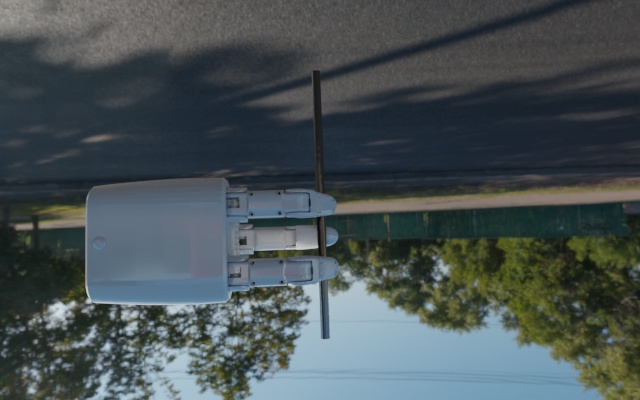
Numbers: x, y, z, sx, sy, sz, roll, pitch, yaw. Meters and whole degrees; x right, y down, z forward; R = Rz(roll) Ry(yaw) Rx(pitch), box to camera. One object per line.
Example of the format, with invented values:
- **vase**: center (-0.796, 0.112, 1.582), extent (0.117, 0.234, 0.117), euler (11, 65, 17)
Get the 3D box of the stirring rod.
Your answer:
- **stirring rod**: center (0.000, 0.001, 0.429), extent (0.011, 0.239, 0.011), euler (-2, -5, 0)
